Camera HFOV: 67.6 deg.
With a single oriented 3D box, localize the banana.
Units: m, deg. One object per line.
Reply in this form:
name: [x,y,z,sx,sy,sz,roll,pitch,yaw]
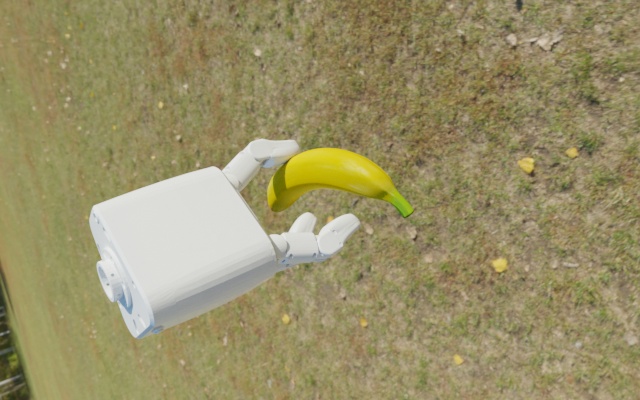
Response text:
banana: [-0.003,-0.016,0.460,0.037,0.070,0.198,-26,18,-36]
